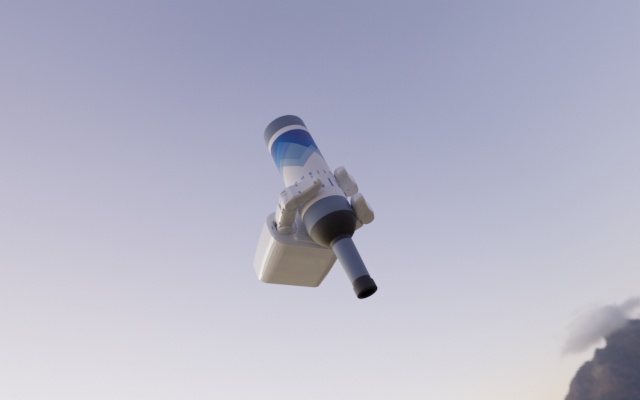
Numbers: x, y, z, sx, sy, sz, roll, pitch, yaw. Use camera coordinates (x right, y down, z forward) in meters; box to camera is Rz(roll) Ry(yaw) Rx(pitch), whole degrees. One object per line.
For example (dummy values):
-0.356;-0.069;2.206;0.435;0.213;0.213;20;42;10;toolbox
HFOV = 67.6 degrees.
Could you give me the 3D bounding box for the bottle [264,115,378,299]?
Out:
0.000;0.002;0.648;0.069;0.295;0.069;-18;-36;-13;bottle
